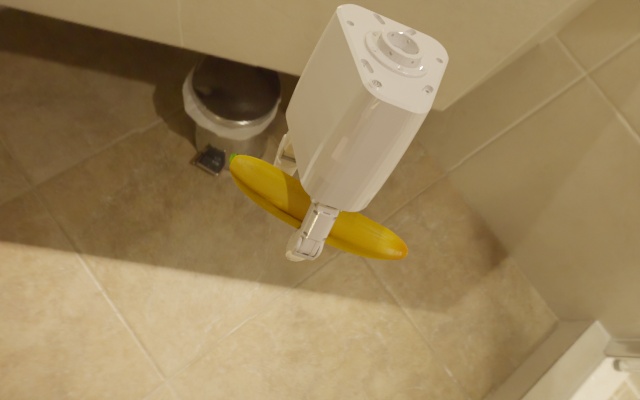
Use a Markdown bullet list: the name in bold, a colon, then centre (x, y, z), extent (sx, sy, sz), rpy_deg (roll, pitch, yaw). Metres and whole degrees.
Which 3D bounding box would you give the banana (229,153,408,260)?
- **banana**: centre (-0.008, 0.005, 0.435), extent (0.198, 0.037, 0.069), rpy_deg (31, 22, 6)
